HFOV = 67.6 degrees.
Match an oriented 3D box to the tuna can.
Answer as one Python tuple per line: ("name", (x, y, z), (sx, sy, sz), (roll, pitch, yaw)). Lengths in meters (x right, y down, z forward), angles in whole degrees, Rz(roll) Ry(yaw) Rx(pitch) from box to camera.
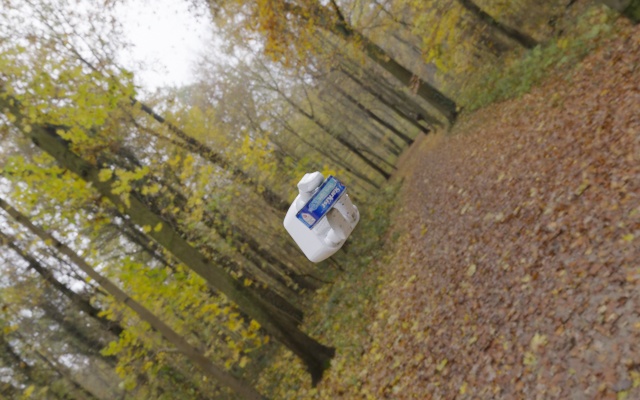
("tuna can", (0.000, 0.002, 0.726), (0.034, 0.086, 0.086), (41, -2, -2))
